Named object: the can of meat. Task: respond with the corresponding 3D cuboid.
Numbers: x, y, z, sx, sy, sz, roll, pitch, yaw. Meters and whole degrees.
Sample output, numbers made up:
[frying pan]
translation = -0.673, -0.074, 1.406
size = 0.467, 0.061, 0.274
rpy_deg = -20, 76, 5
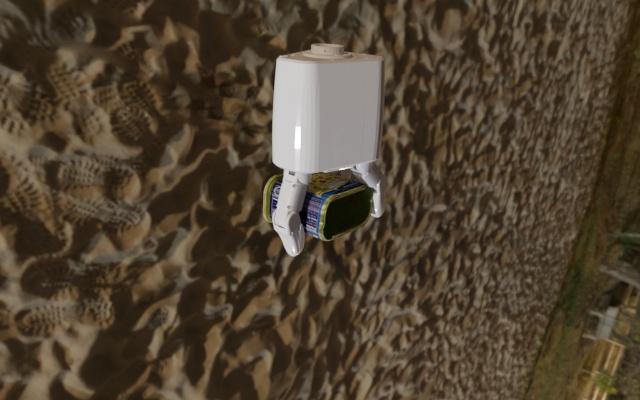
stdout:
[can of meat]
translation = 0.000, 0.002, 0.545
size = 0.084, 0.057, 0.102
rpy_deg = 19, 24, 34
